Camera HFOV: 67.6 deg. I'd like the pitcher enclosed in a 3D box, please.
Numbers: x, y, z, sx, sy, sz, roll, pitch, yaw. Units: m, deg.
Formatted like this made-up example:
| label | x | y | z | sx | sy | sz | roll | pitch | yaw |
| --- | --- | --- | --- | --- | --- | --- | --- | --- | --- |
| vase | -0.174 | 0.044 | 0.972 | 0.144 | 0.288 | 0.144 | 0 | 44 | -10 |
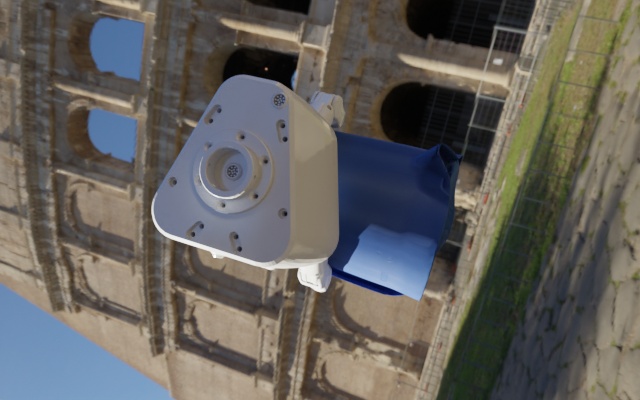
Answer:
| label | x | y | z | sx | sy | sz | roll | pitch | yaw |
| --- | --- | --- | --- | --- | --- | --- | --- | --- | --- |
| pitcher | 0.000 | 0.001 | 0.455 | 0.243 | 0.149 | 0.145 | 16 | 1 | 14 |
